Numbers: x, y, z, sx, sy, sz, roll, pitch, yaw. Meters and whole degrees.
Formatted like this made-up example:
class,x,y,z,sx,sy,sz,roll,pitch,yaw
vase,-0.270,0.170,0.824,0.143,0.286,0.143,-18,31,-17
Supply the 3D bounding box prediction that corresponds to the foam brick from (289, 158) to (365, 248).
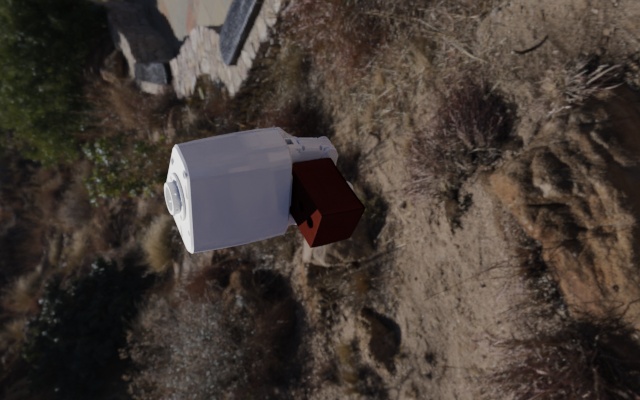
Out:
class,x,y,z,sx,sy,sz,roll,pitch,yaw
foam brick,0.000,0.002,0.502,0.051,0.078,0.053,-12,-38,-29
